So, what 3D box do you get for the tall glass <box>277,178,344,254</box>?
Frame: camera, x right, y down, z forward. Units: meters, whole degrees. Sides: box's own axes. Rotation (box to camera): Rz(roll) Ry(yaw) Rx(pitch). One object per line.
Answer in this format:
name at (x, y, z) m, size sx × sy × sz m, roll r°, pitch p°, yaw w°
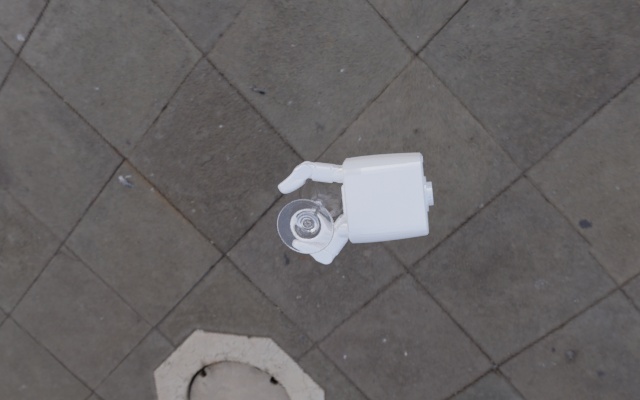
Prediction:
tall glass at (0.000, 0.002, 0.695) m, size 0.079 × 0.079 × 0.201 m, roll 0°, pitch 19°, yaw 11°
